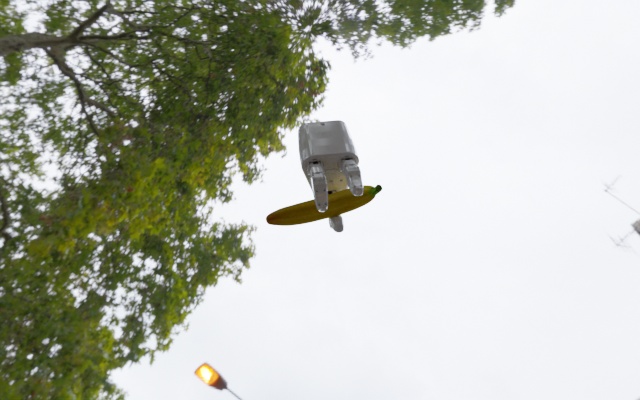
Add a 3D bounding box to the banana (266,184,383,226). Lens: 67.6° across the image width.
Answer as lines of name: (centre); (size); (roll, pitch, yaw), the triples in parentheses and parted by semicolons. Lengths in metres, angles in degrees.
banana: (0.009, 0.007, 0.789); (0.198, 0.037, 0.070); (-18, -21, 12)
